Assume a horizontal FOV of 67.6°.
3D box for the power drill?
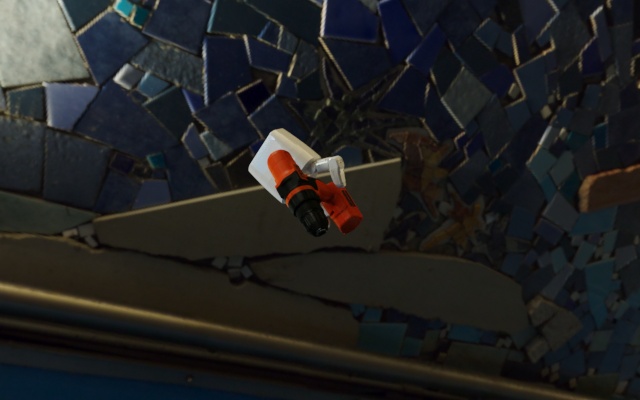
[{"bbox_3d":[0.000,0.003,0.849,0.057,0.184,0.188,-40,-34,16],"label":"power drill"}]
